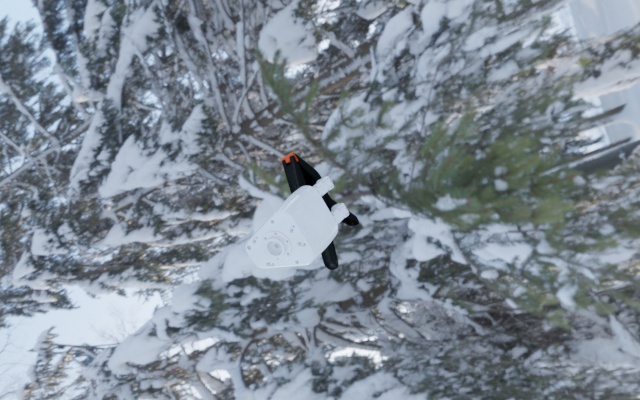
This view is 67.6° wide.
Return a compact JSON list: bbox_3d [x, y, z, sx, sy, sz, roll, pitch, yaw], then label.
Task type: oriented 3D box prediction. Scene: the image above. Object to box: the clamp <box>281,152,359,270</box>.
[{"bbox_3d":[-0.001,0.003,0.874,0.036,0.210,0.164,-25,10,29],"label":"clamp"}]
